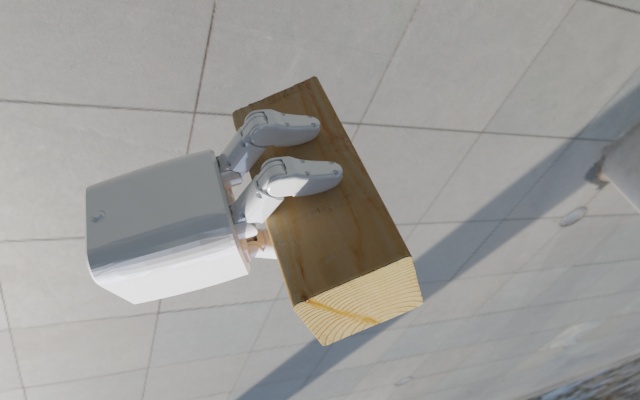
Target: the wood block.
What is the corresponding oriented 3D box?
[{"bbox_3d":[0.000,0.002,0.411,0.090,0.206,0.091,-23,-37,1],"label":"wood block"}]
